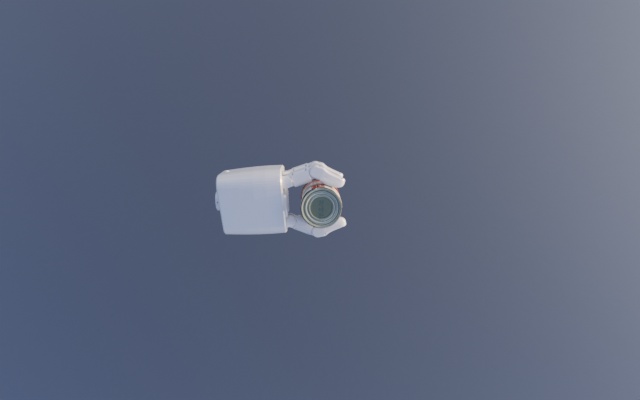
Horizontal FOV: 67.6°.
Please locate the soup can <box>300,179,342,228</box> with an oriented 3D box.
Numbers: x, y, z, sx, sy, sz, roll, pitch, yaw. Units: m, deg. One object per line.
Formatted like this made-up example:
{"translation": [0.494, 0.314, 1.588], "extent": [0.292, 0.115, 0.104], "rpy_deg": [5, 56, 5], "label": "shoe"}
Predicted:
{"translation": [0.001, 0.003, 0.795], "extent": [0.068, 0.068, 0.102], "rpy_deg": [0, 11, -1], "label": "soup can"}
